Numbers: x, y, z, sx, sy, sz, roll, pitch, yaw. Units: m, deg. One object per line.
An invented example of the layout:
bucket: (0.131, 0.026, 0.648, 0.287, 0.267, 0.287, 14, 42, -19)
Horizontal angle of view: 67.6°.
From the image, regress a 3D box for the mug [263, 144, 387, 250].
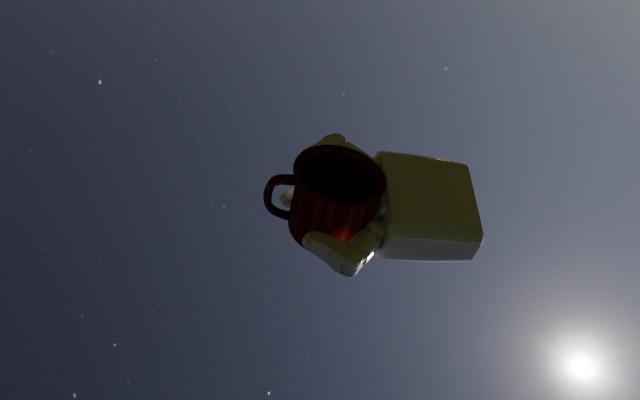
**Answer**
mug: (-0.001, 0.002, 0.487, 0.117, 0.082, 0.093, 5, 42, -12)
